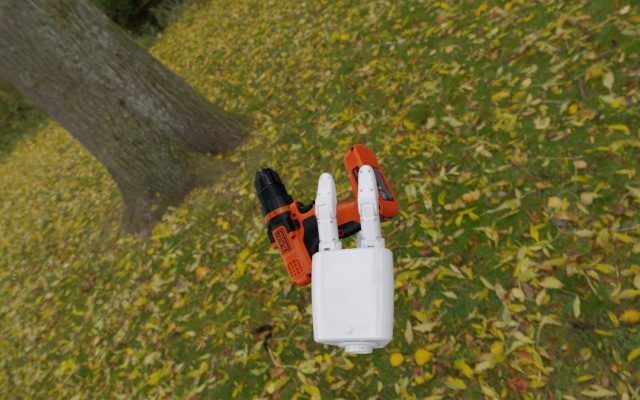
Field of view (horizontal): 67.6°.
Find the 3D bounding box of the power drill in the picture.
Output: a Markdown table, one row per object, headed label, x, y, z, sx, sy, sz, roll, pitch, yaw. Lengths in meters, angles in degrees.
| label | x | y | z | sx | sy | sz | roll | pitch | yaw |
| --- | --- | --- | --- | --- | --- | --- | --- | --- | --- |
| power drill | 0.001 | 0.002 | 0.658 | 0.188 | 0.184 | 0.057 | -33 | -17 | 29 |
